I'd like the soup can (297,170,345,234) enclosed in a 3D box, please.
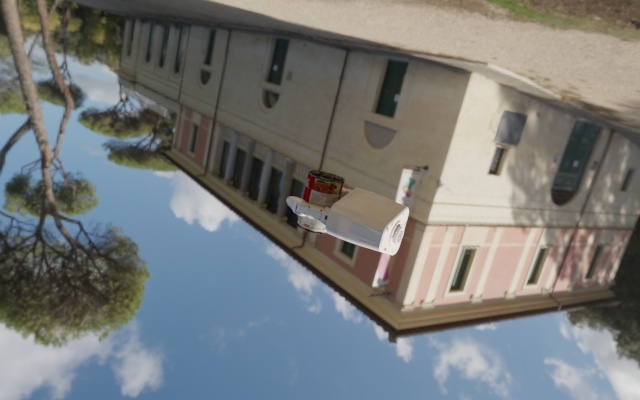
[{"bbox_3d":[0.000,0.003,0.873,0.068,0.102,0.068,13,14,-3],"label":"soup can"}]
